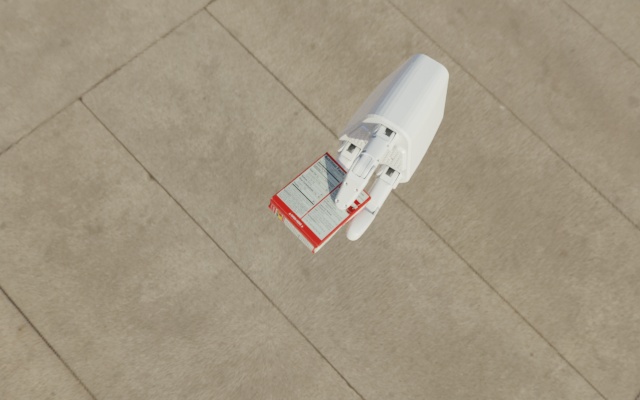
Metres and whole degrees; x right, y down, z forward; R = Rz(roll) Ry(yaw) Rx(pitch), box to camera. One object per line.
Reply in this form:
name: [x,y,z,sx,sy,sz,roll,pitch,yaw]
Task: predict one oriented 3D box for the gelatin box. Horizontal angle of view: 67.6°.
gelatin box: [0.000,0.002,0.522,0.089,0.073,0.030,-41,-9,-23]
